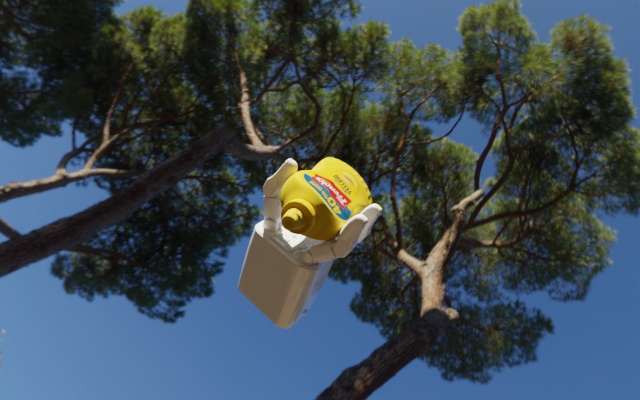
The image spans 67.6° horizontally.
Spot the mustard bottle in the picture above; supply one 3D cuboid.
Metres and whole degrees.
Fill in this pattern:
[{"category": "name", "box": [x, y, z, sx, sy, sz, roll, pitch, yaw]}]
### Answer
[{"category": "mustard bottle", "box": [0.000, 0.002, 0.617, 0.058, 0.096, 0.191, -42, -4, 27]}]
